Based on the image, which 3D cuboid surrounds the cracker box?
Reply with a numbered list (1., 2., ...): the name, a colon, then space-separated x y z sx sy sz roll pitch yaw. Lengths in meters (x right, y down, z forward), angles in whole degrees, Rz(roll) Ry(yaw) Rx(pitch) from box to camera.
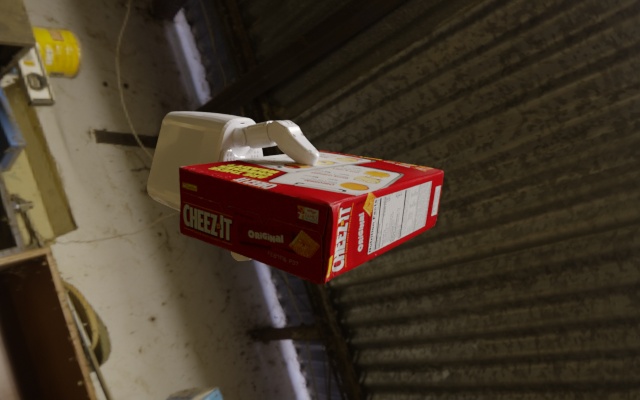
1. cracker box: 0.000 0.001 0.464 0.164 0.072 0.213 13 17 33
